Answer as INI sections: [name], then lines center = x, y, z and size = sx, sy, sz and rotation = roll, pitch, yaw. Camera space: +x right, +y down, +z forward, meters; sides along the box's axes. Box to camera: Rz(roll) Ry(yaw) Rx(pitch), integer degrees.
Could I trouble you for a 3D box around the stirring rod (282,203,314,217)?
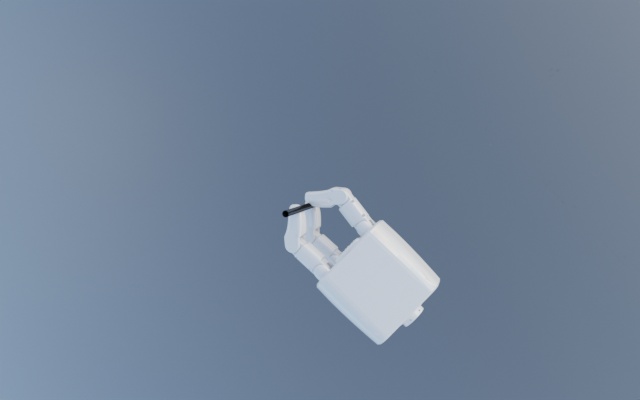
[stirring rod]
center = 0.000, 0.002, 0.657
size = 0.011, 0.011, 0.239
rotation = 0, 6, 20
